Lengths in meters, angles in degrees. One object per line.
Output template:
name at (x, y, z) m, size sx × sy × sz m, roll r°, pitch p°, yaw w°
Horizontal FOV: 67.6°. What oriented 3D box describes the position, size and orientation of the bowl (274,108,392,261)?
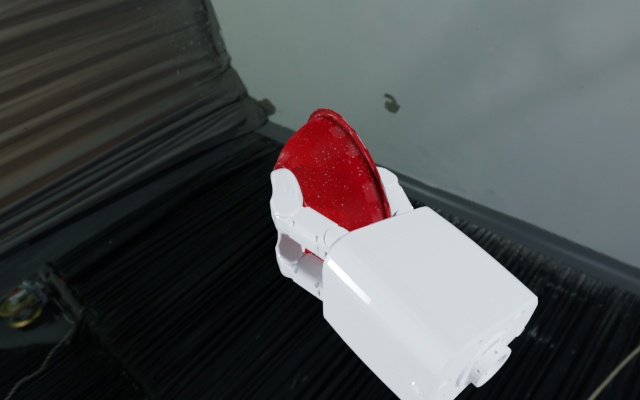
bowl at (-0.001, 0.001, 0.436) m, size 0.055 × 0.162 × 0.162 m, roll -21°, pitch 7°, yaw -18°
